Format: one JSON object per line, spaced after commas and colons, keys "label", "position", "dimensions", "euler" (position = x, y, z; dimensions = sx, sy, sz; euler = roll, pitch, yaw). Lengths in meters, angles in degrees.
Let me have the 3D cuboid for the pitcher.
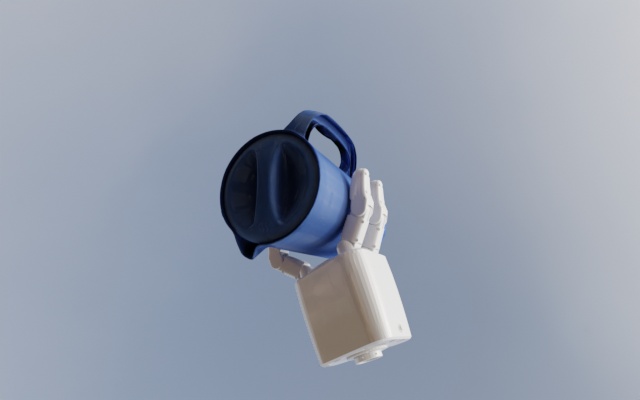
{"label": "pitcher", "position": [0.000, 0.002, 0.621], "dimensions": [0.149, 0.145, 0.243], "euler": [-29, -26, 20]}
